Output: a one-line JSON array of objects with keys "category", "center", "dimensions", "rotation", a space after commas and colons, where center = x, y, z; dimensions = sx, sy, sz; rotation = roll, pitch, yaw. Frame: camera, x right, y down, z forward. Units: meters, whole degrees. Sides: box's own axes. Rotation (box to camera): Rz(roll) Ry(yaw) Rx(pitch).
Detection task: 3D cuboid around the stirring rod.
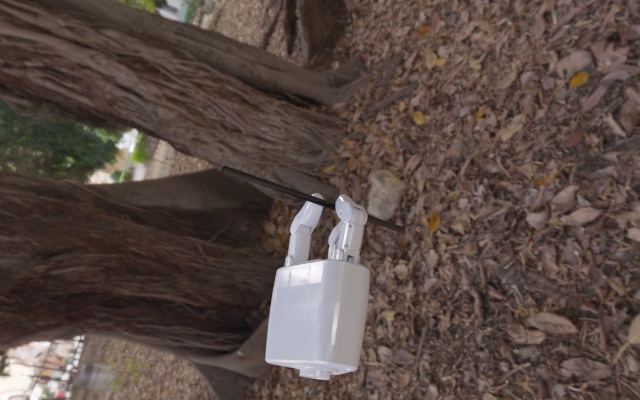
[{"category": "stirring rod", "center": [0.000, 0.002, 0.561], "dimensions": [0.239, 0.011, 0.011], "rotation": [19, -8, -23]}]
